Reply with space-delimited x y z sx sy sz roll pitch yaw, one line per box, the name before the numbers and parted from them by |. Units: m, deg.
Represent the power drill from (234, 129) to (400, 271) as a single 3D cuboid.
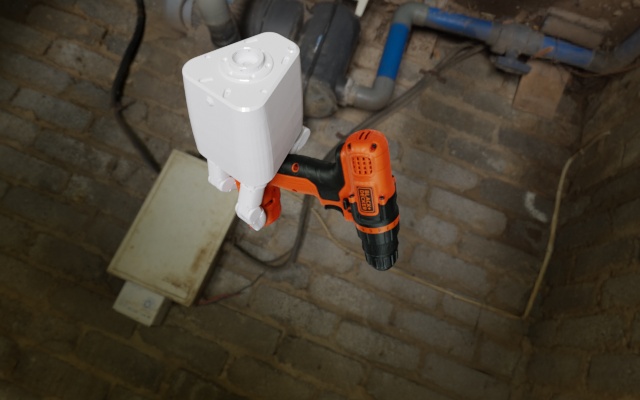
power drill | 0.000 0.002 0.566 0.187 0.185 0.057 3 35 21
